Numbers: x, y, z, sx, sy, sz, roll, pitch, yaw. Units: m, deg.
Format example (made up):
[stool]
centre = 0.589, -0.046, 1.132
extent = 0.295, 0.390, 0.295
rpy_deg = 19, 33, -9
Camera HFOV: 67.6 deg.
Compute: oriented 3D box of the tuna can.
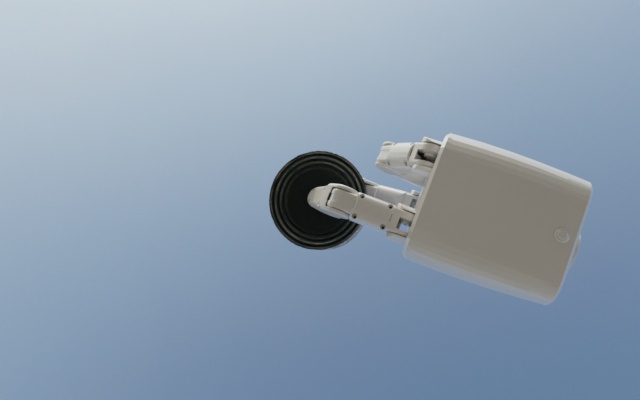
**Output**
[tuna can]
centre = 0.000, 0.001, 0.424
extent = 0.086, 0.086, 0.034
rpy_deg = 0, -7, 10
